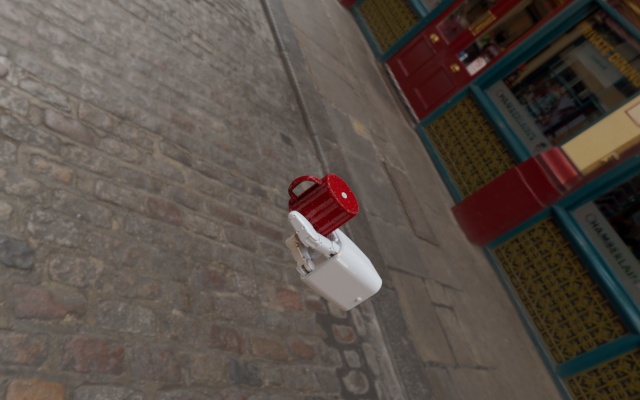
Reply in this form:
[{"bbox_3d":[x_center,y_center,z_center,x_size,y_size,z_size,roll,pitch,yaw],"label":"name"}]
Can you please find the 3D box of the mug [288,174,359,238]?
[{"bbox_3d":[-0.001,0.001,0.777,0.081,0.117,0.093,-36,26,23],"label":"mug"}]
